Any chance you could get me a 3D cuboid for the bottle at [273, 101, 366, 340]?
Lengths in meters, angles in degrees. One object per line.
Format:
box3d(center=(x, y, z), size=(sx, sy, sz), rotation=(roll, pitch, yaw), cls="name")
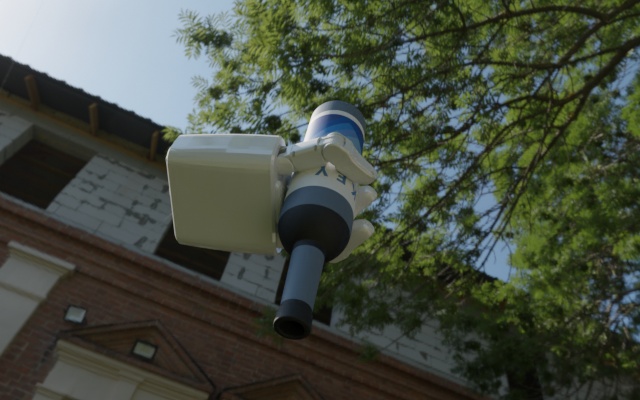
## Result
box3d(center=(0.000, 0.001, 0.457), size=(0.069, 0.069, 0.295), rotation=(0, 38, 10), cls="bottle")
